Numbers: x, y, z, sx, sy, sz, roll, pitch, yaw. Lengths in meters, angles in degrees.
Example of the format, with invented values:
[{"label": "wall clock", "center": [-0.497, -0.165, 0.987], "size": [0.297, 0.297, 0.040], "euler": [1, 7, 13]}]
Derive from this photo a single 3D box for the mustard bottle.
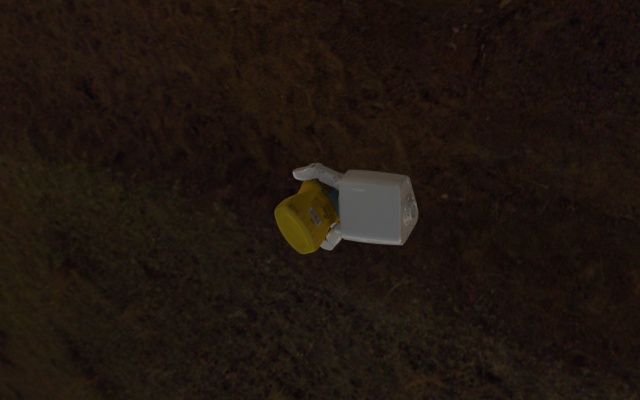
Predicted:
[{"label": "mustard bottle", "center": [0.000, 0.003, 0.846], "size": [0.058, 0.096, 0.191], "euler": [-20, 19, 40]}]
